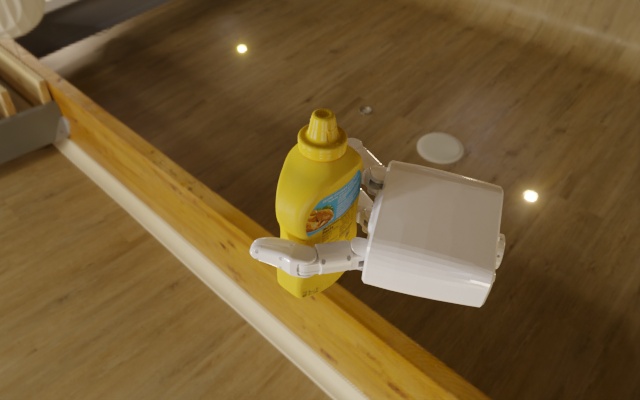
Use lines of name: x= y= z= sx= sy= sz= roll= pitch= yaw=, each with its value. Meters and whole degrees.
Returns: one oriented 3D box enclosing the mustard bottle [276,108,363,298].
mustard bottle: x=0.000 y=0.002 z=0.443 sx=0.058 sy=0.192 sz=0.096 roll=32 pitch=51 yaw=27
